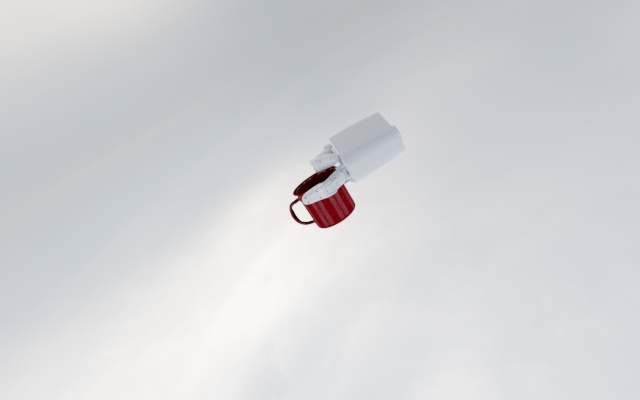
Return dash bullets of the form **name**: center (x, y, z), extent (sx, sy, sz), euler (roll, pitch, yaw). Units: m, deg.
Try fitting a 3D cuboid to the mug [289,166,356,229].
- **mug**: center (-0.001, 0.004, 0.859), extent (0.117, 0.081, 0.093), euler (-31, 17, 3)
